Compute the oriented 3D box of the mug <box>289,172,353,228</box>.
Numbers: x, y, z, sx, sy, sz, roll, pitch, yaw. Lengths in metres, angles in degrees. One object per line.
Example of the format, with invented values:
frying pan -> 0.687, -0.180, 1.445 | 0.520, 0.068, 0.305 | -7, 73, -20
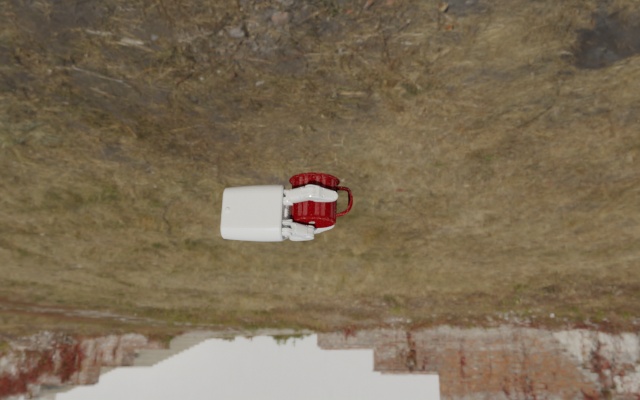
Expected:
mug -> 0.002, 0.003, 0.858 | 0.117, 0.081, 0.093 | -1, -17, 7
